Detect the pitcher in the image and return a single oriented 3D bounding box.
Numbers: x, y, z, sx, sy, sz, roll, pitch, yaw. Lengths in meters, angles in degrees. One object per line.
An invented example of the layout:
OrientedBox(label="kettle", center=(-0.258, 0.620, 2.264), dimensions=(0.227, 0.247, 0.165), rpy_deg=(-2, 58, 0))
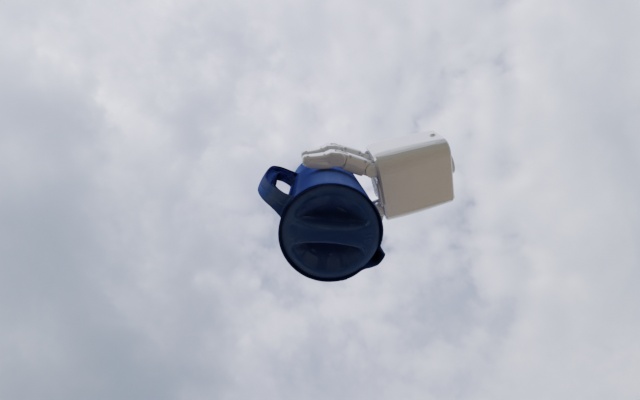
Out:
OrientedBox(label="pitcher", center=(0.000, 0.002, 0.704), dimensions=(0.145, 0.149, 0.242), rpy_deg=(-14, 18, 2))
